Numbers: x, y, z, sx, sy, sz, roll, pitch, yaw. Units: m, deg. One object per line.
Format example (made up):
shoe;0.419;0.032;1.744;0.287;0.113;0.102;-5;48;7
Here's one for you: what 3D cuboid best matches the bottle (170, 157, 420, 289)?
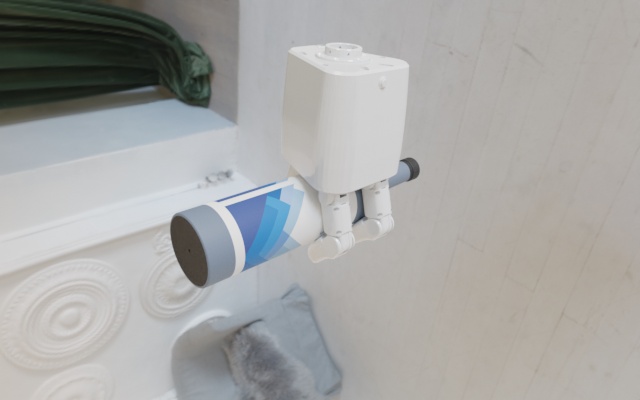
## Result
bottle;0.000;0.002;0.483;0.295;0.069;0.069;-20;13;-38
